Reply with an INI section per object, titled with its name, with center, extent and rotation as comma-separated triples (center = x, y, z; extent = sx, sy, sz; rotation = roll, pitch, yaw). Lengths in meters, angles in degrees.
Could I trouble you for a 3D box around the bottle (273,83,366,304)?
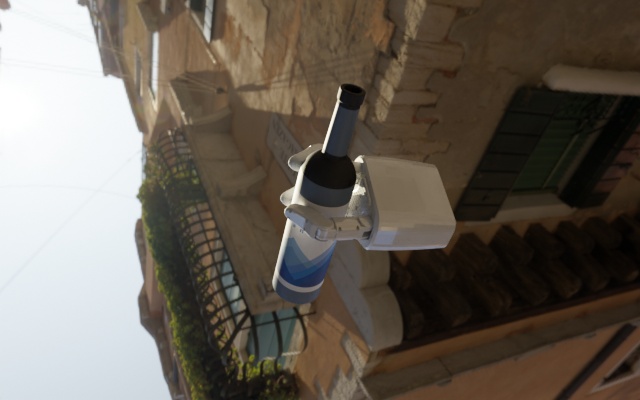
[bottle]
center = 0.000, 0.002, 0.572
extent = 0.069, 0.296, 0.069
rotation = 11, 36, -8
